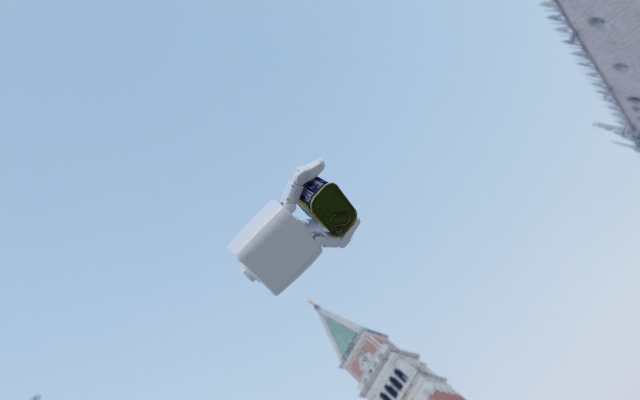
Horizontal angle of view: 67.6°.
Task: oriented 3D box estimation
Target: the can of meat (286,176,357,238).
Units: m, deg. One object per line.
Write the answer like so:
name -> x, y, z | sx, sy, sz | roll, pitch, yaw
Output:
can of meat -> 0.000, 0.002, 0.782 | 0.084, 0.057, 0.102 | 31, -14, 49
